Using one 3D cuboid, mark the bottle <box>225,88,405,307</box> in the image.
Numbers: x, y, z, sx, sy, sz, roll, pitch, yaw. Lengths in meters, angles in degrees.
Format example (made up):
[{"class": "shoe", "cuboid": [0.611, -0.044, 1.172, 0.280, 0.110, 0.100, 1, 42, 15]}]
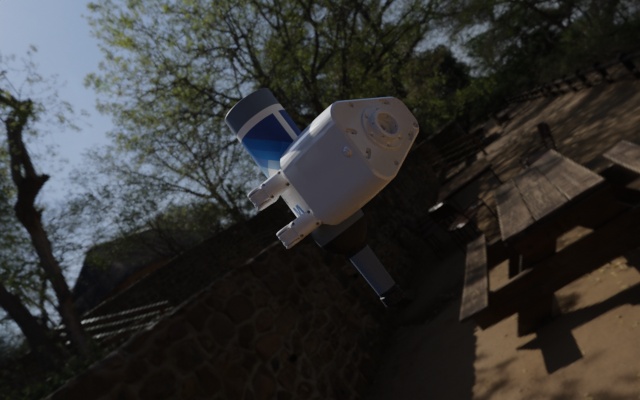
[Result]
[{"class": "bottle", "cuboid": [0.000, 0.002, 0.573, 0.069, 0.295, 0.069, -37, -3, -2]}]
